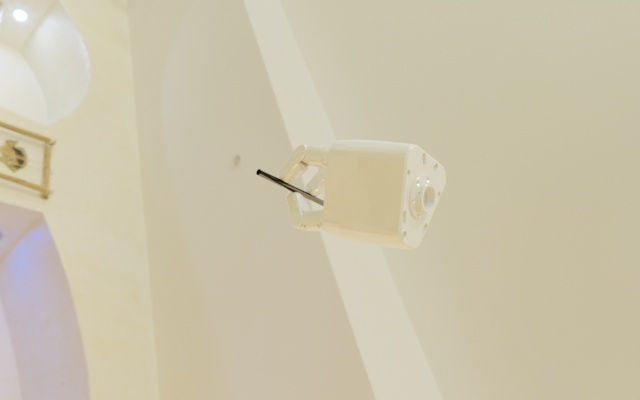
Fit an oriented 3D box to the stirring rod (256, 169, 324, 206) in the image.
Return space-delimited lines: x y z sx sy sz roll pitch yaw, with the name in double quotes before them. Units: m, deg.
"stirring rod" 0.000 0.002 0.661 0.011 0.011 0.239 0 -18 41
